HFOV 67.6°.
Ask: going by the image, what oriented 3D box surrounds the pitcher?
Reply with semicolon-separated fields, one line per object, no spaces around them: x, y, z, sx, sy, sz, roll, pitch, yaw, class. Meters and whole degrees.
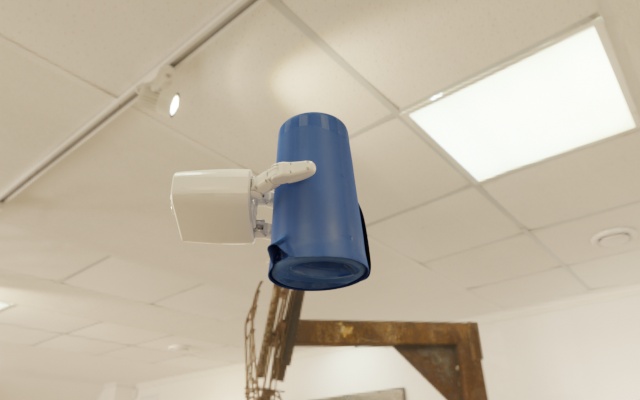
0.000;0.002;0.687;0.145;0.242;0.149;-2;-29;-1;pitcher
